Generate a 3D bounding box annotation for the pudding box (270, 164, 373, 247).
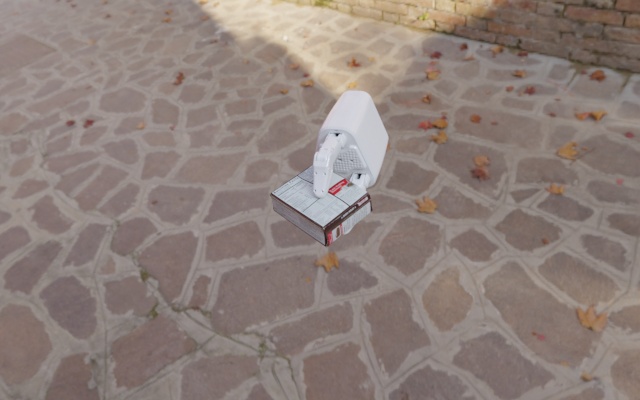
[{"bbox_3d":[0.000,0.002,0.653,0.090,0.039,0.113,-37,47,-25],"label":"pudding box"}]
